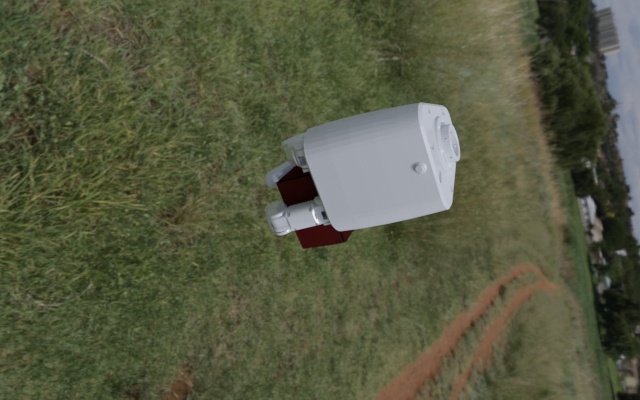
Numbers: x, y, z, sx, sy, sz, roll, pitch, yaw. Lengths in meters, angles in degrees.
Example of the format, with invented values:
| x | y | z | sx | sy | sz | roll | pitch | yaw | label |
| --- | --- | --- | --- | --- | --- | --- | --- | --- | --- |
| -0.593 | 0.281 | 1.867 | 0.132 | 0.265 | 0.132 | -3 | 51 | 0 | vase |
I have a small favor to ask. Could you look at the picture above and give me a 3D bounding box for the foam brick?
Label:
| x | y | z | sx | sy | sz | roll | pitch | yaw | label |
| --- | --- | --- | --- | --- | --- | --- | --- | --- | --- |
| 0.000 | 0.002 | 0.483 | 0.051 | 0.078 | 0.053 | -11 | 20 | 28 | foam brick |
